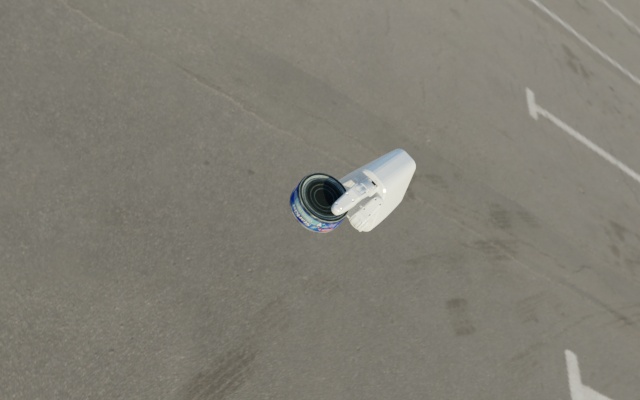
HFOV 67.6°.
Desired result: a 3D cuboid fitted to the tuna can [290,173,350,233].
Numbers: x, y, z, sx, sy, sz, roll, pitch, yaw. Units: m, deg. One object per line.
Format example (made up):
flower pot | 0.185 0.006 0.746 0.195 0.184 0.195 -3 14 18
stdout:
tuna can | 0.000 0.002 0.702 0.086 0.086 0.034 0 -28 -28
